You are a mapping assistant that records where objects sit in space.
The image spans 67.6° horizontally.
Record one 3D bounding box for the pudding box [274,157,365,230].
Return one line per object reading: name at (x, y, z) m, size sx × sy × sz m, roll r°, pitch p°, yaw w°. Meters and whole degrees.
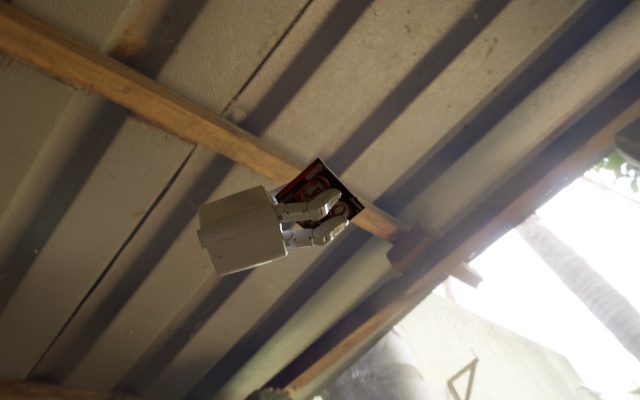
pudding box at (0.000, 0.002, 0.720) m, size 0.113 × 0.090 × 0.039 m, roll 42°, pitch 11°, yaw -41°
